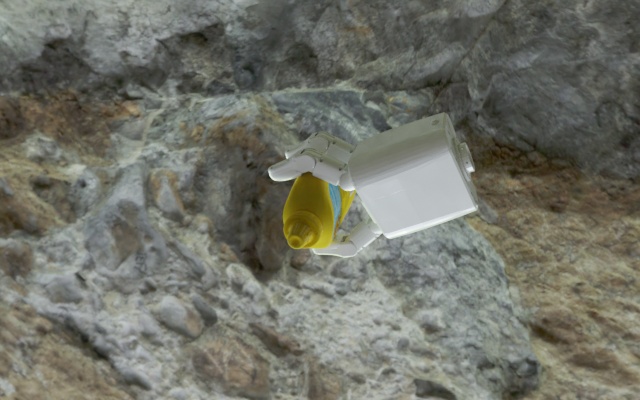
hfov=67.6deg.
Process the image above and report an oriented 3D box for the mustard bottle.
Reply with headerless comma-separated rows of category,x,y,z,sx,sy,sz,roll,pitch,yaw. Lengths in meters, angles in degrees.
mustard bottle,0.000,0.002,0.565,0.058,0.096,0.191,5,26,14
